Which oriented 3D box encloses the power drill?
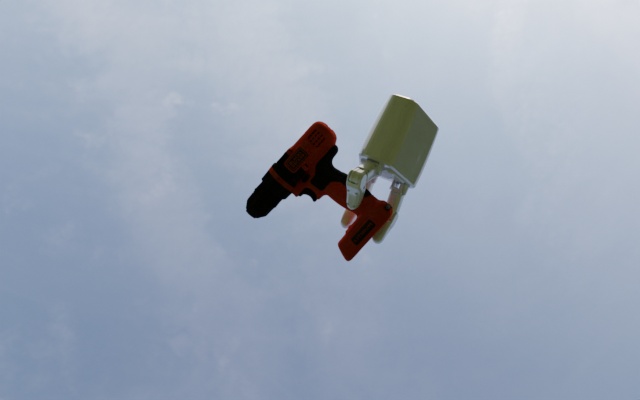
[{"bbox_3d":[0.001,0.002,0.726,0.187,0.184,0.057,43,11,3],"label":"power drill"}]
